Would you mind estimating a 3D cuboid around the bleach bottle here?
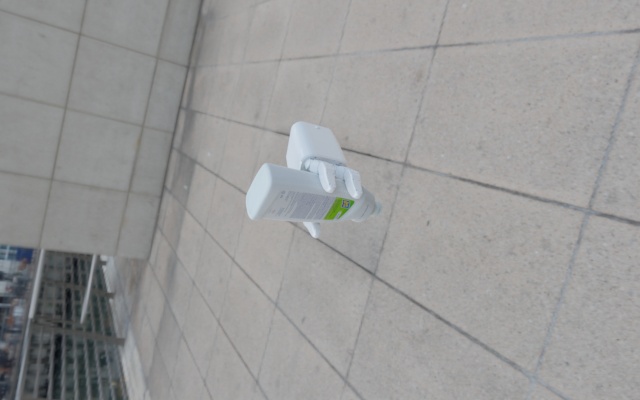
[{"bbox_3d":[0.000,0.003,0.867,0.251,0.068,0.103,11,-49,-30],"label":"bleach bottle"}]
